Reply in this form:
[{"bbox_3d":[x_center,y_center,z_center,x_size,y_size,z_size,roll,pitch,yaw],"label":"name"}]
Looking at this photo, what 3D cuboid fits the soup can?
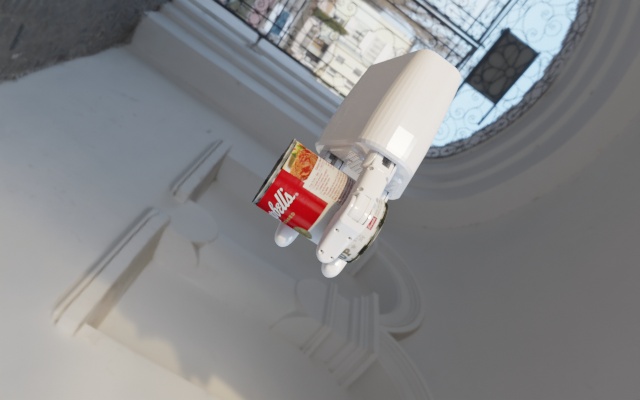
[{"bbox_3d":[0.000,0.002,0.425,0.102,0.068,0.068,33,-6,-9],"label":"soup can"}]
